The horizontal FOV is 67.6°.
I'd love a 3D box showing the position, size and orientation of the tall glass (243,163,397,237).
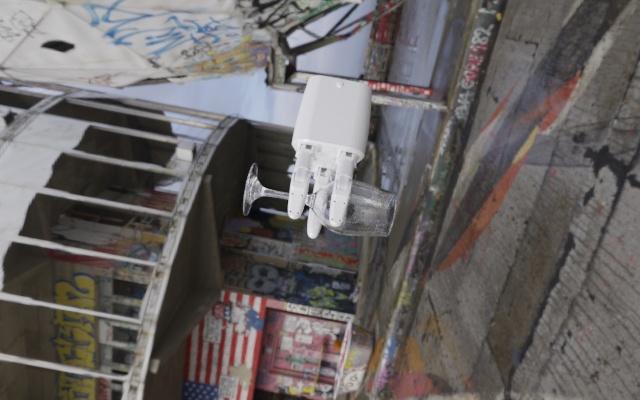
[{"bbox_3d":[-0.001,0.002,0.660,0.201,0.079,0.079,11,0,0],"label":"tall glass"}]
